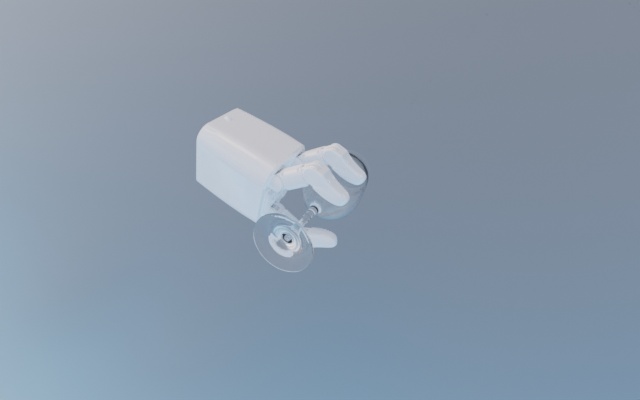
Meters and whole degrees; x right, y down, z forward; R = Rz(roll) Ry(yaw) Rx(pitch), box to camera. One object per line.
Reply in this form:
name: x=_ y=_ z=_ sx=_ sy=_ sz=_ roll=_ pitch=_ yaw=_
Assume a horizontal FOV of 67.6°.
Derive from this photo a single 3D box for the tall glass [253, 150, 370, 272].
tall glass: x=0.000 y=0.002 z=0.595 sx=0.079 sy=0.079 sz=0.201 roll=0 pitch=26 yaw=28
